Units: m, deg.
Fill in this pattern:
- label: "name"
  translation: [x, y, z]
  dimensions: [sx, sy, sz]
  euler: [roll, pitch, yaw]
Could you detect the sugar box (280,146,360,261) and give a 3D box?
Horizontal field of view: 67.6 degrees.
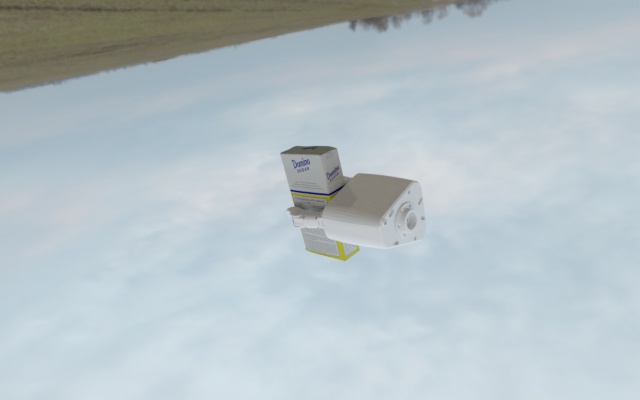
- label: "sugar box"
  translation: [0.001, 0.002, 0.751]
  dimensions: [0.093, 0.176, 0.048]
  euler: [8, 27, 44]
